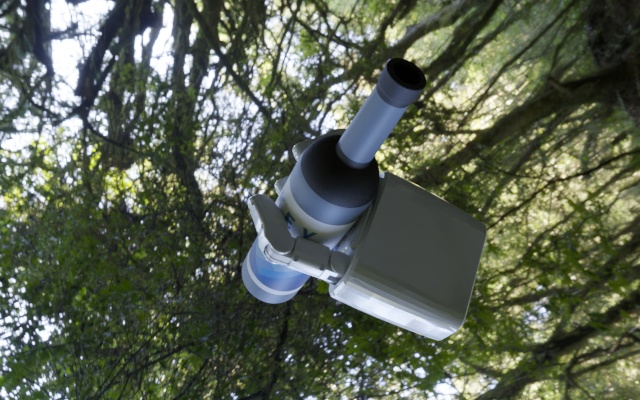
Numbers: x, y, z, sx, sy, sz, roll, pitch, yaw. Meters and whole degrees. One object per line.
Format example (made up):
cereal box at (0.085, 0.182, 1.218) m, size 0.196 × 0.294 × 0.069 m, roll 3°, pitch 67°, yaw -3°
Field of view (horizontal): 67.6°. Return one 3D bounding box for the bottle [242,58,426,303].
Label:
bottle at (0.000, 0.001, 0.402) m, size 0.069 × 0.069 × 0.296 m, roll 0°, pitch -32°, yaw -25°
